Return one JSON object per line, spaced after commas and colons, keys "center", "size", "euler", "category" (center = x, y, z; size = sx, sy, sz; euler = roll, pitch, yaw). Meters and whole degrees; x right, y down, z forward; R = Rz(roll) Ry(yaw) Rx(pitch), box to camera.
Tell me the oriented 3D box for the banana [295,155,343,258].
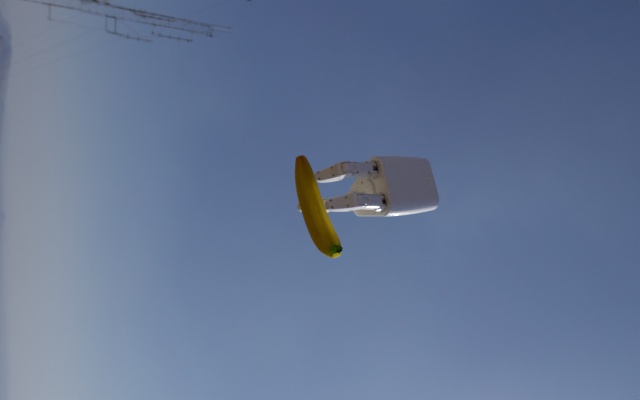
{"center": [-0.003, 0.018, 0.736], "size": [0.037, 0.197, 0.070], "euler": [-5, -41, -24], "category": "banana"}
